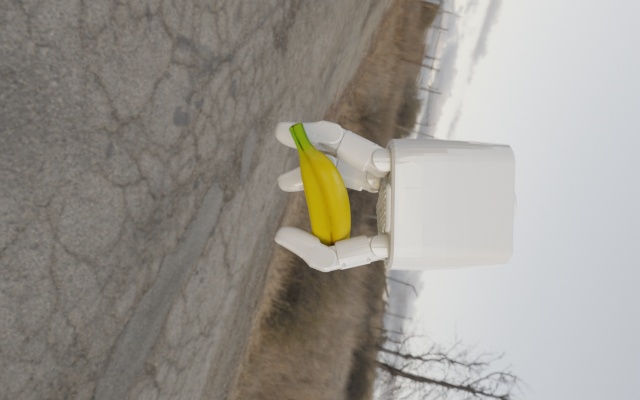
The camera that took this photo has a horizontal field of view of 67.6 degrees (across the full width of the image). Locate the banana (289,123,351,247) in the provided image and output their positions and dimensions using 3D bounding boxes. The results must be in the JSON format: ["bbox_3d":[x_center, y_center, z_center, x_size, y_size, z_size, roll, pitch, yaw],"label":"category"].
[{"bbox_3d":[0.005,0.014,0.450,0.037,0.069,0.198,-15,-34,-6],"label":"banana"}]
